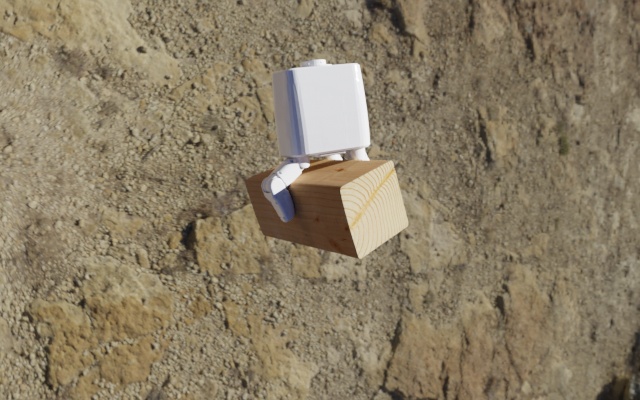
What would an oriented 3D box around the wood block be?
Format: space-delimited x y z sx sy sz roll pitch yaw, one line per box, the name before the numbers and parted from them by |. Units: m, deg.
wood block | 0.000 0.002 0.628 0.091 0.090 0.206 -29 21 -33
